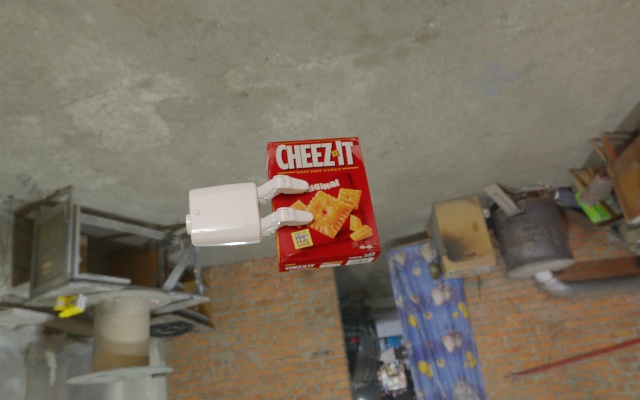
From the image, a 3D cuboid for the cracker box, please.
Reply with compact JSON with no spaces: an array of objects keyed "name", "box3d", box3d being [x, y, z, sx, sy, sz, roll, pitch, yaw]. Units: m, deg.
[{"name":"cracker box","box3d":[0.000,0.003,0.802,0.164,0.213,0.072,-5,-22,-10]}]
